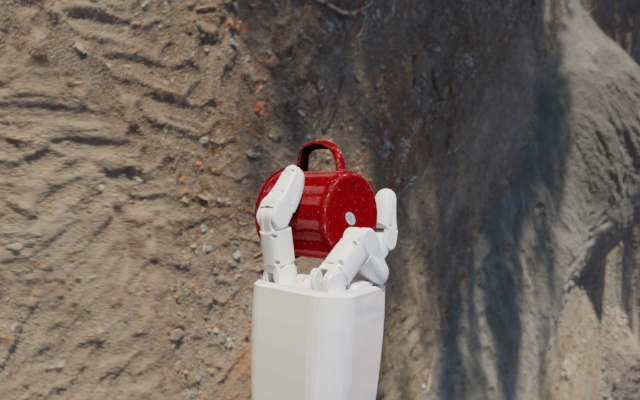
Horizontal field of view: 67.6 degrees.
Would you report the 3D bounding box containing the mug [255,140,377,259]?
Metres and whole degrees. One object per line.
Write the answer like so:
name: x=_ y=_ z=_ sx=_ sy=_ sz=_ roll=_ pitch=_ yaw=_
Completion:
mug: x=0.000 y=0.000 z=0.451 sx=0.081 sy=0.117 sz=0.093 roll=1 pitch=-3 yaw=42
